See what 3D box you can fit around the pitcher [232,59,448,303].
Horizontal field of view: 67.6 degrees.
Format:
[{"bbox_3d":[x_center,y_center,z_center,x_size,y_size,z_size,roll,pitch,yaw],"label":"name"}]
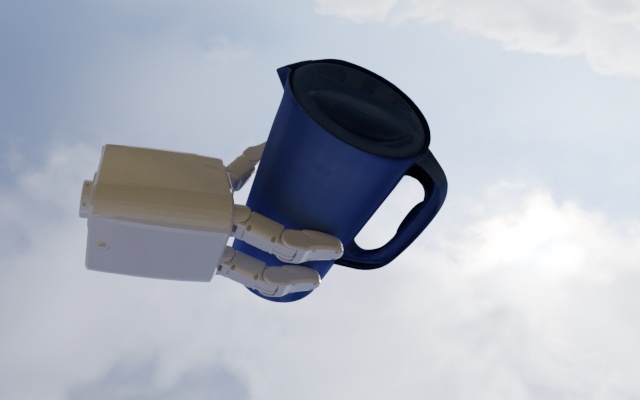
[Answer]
[{"bbox_3d":[0.000,0.001,0.471,0.145,0.149,0.243,7,-45,-24],"label":"pitcher"}]
